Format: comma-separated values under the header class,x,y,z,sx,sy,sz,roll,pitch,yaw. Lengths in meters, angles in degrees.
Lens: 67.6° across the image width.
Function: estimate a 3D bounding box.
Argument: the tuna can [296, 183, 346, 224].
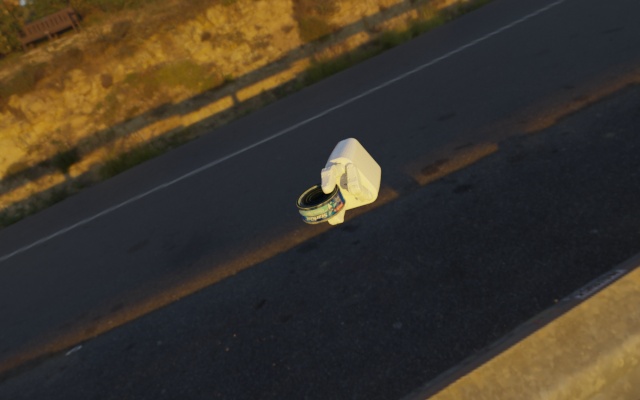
class,x,y,z,sx,sy,sz,roll,pitch,yaw
tuna can,0.000,0.002,0.857,0.086,0.034,0.086,-20,27,11
